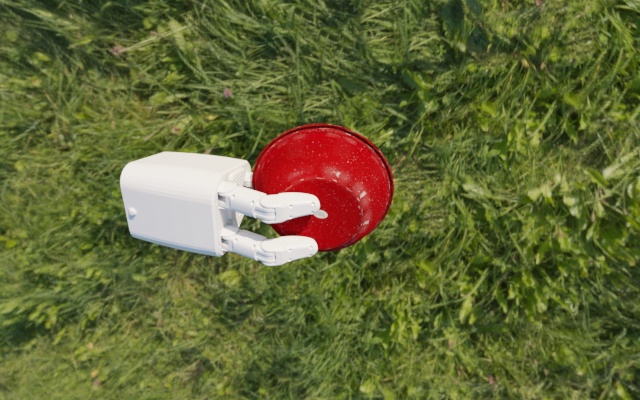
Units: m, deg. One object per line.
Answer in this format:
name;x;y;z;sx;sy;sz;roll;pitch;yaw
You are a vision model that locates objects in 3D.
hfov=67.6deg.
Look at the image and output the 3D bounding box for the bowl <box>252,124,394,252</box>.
bowl;0.001;0.002;0.519;0.162;0.162;0.055;0;33;5
